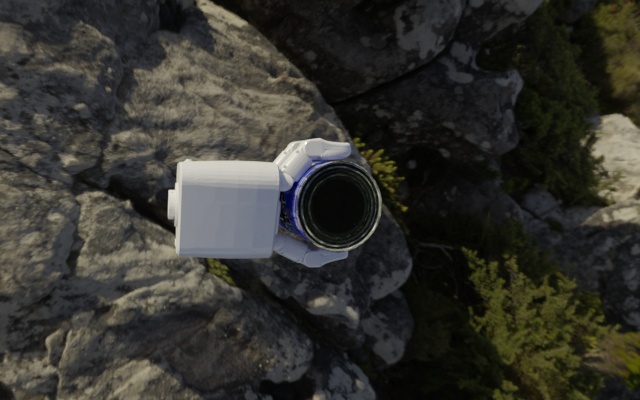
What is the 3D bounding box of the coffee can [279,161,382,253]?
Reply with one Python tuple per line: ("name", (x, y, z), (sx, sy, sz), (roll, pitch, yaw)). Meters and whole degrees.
("coffee can", (0.000, 0.002, 0.595), (0.103, 0.103, 0.140), (0, 4, -19))
